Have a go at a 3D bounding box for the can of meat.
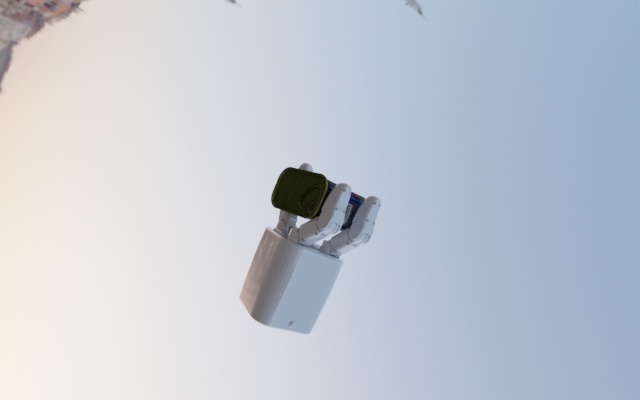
[{"bbox_3d":[0.000,0.002,0.617,0.084,0.057,0.102,25,-5,-39],"label":"can of meat"}]
